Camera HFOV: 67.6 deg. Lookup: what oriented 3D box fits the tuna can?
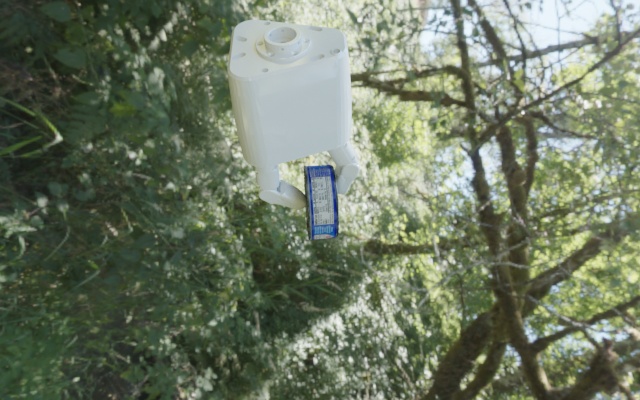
[{"bbox_3d":[0.001,0.002,0.547,0.034,0.086,0.086,-4,0,-4],"label":"tuna can"}]
